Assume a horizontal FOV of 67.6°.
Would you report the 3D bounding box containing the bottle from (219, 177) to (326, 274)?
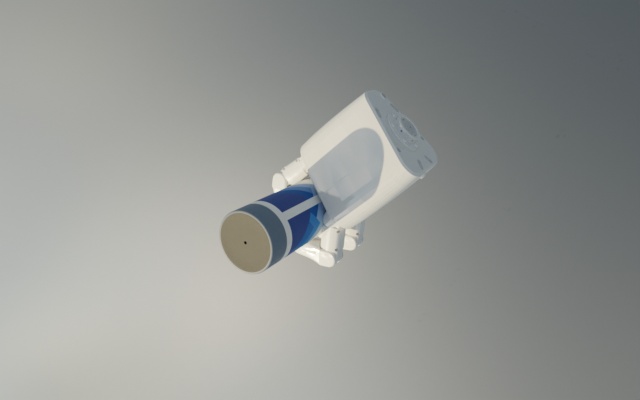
[{"bbox_3d":[0.000,0.002,0.585,0.069,0.069,0.295,0,16,31],"label":"bottle"}]
